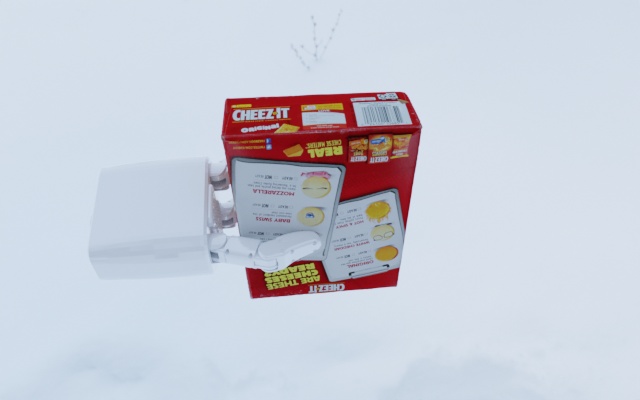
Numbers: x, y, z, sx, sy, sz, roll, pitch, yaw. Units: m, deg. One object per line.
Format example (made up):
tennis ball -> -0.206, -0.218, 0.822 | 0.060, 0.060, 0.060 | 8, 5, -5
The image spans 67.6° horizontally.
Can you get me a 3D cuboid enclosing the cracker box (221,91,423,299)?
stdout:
cracker box -> 0.000, 0.002, 0.472 | 0.164, 0.214, 0.072 | -4, 43, -3
